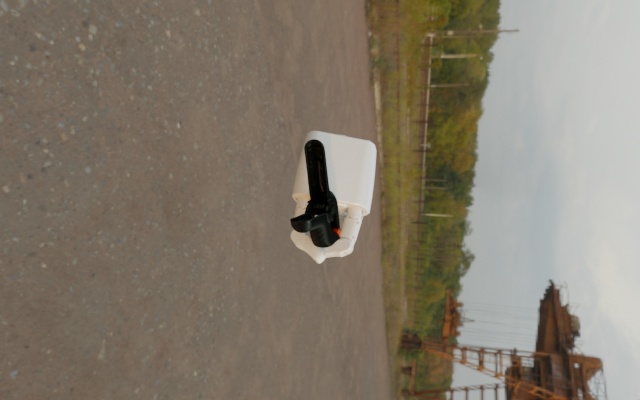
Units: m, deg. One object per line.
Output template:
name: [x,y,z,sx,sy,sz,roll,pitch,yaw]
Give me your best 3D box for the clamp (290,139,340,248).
clamp: [0.001,0.002,0.622,0.039,0.120,0.171,9,-17,14]
